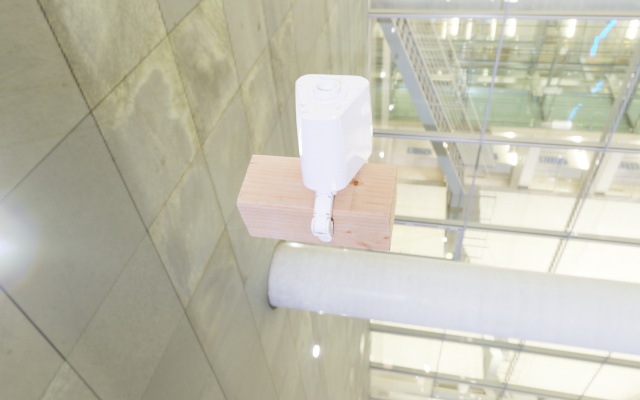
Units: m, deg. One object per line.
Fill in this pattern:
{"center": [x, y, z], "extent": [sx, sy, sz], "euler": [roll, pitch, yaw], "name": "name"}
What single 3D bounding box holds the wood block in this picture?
{"center": [0.000, 0.002, 0.675], "extent": [0.206, 0.090, 0.090], "euler": [5, -34, 12], "name": "wood block"}
